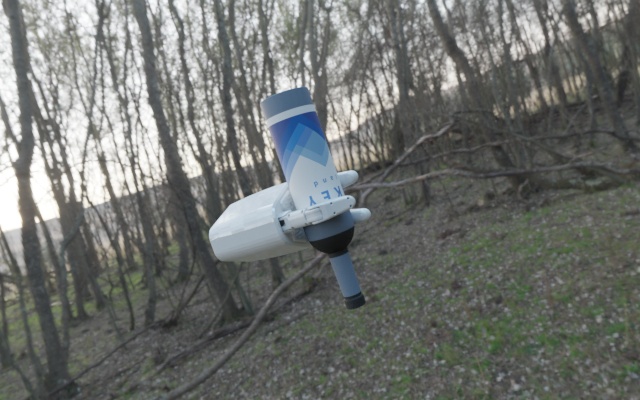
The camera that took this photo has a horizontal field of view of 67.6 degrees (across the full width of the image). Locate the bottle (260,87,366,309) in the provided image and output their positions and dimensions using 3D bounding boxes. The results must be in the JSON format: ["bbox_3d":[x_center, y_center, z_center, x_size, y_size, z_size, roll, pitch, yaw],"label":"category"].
[{"bbox_3d":[0.000,0.002,0.632,0.069,0.296,0.069,-19,3,1],"label":"bottle"}]
